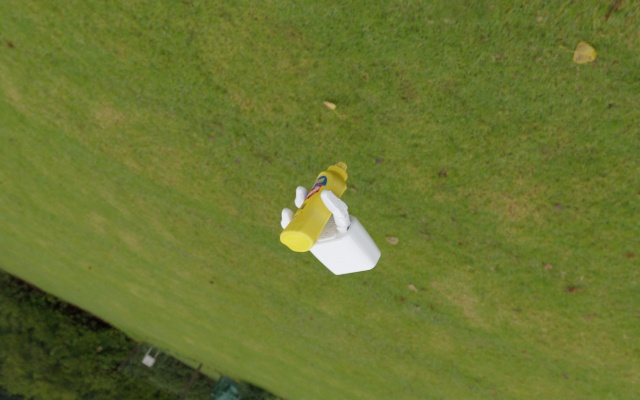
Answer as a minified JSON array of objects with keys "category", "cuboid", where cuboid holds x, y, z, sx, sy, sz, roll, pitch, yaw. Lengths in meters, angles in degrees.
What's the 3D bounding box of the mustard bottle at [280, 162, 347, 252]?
[{"category":"mustard bottle","cuboid":[0.000,0.003,0.894,0.058,0.191,0.096,37,-27,-11]}]
